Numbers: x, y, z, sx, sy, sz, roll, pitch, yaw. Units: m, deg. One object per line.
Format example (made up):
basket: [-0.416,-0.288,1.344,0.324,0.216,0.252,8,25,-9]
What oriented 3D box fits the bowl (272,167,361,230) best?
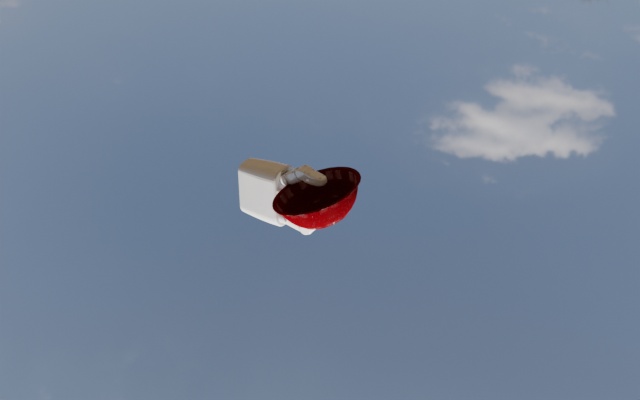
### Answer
bowl: [0.001,0.003,0.831,0.162,0.055,0.162,-17,25,8]
